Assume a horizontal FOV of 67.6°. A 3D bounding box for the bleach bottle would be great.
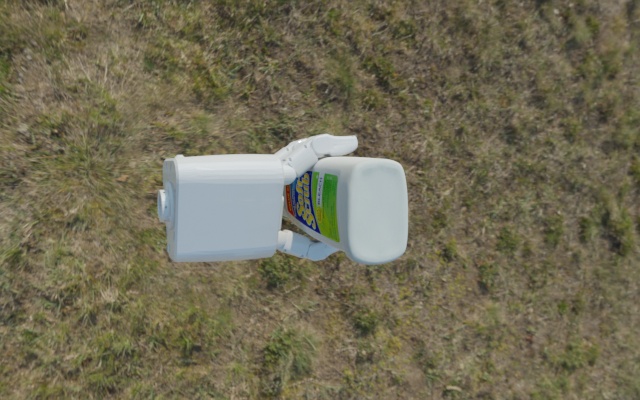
[{"bbox_3d":[0.000,0.002,0.549,0.068,0.102,0.251,-3,4,-26],"label":"bleach bottle"}]
